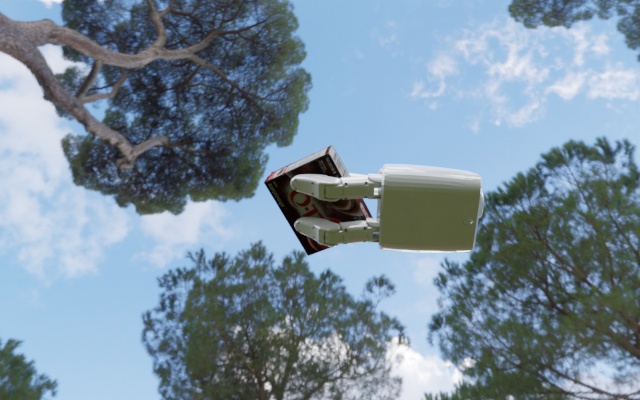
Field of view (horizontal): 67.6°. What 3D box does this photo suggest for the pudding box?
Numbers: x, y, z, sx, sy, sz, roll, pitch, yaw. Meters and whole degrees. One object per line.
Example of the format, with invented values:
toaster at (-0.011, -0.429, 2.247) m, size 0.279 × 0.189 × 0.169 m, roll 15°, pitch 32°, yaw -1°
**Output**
pudding box at (0.000, 0.002, 0.574) m, size 0.090 × 0.113 × 0.039 m, roll -23°, pitch 17°, yaw 20°
